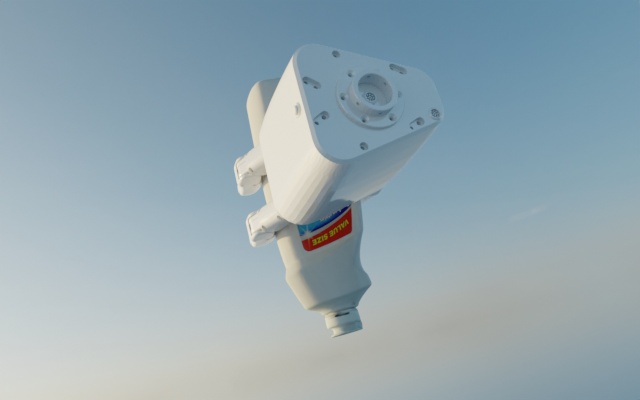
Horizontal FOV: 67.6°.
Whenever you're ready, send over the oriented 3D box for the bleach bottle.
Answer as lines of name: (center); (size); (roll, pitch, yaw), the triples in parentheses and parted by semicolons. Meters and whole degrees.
bleach bottle: (0.000, 0.002, 0.463); (0.102, 0.250, 0.068); (-8, -19, -21)
